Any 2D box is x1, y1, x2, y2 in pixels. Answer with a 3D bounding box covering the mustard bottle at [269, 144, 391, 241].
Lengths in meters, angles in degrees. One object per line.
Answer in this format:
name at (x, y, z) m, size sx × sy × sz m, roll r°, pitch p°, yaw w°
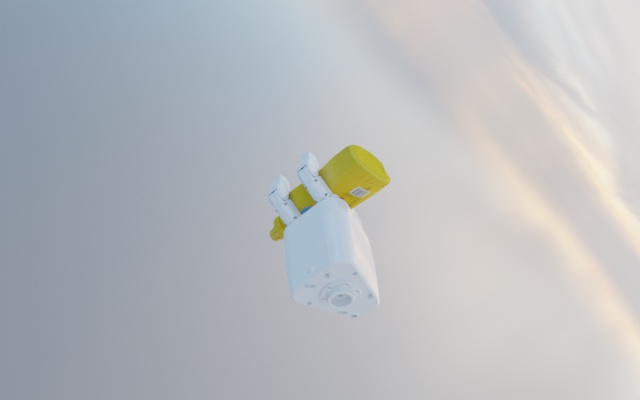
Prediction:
mustard bottle at (0.000, 0.002, 0.677) m, size 0.192 × 0.058 × 0.096 m, roll -37°, pitch -30°, yaw 23°
